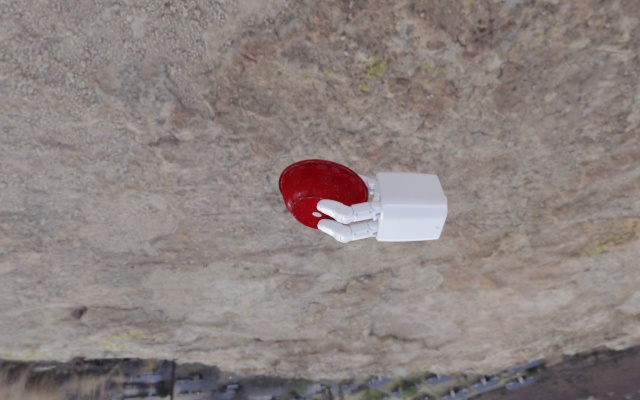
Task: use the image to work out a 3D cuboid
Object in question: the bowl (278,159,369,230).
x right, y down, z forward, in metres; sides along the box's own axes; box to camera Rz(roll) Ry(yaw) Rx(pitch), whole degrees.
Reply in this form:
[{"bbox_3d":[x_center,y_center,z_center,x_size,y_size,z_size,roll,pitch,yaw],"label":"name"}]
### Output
[{"bbox_3d":[-0.001,0.003,0.826,0.162,0.055,0.162,8,-37,6],"label":"bowl"}]
